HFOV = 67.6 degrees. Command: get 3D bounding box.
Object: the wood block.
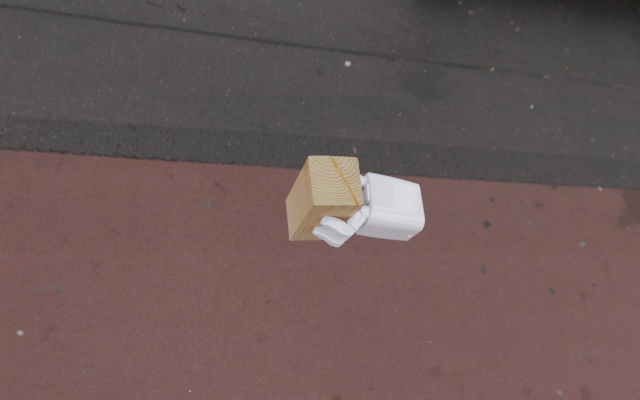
[{"bbox_3d":[0.001,0.003,0.884,0.090,0.090,0.206,0,-21,-16],"label":"wood block"}]
